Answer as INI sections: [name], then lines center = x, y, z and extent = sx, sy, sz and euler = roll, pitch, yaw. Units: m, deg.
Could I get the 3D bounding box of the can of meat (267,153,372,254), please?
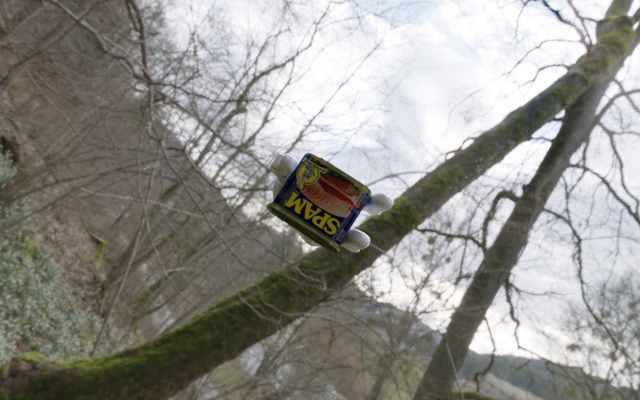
[can of meat]
center = 0.000, 0.002, 0.583
extent = 0.102, 0.084, 0.057
euler = 33, -12, 2
